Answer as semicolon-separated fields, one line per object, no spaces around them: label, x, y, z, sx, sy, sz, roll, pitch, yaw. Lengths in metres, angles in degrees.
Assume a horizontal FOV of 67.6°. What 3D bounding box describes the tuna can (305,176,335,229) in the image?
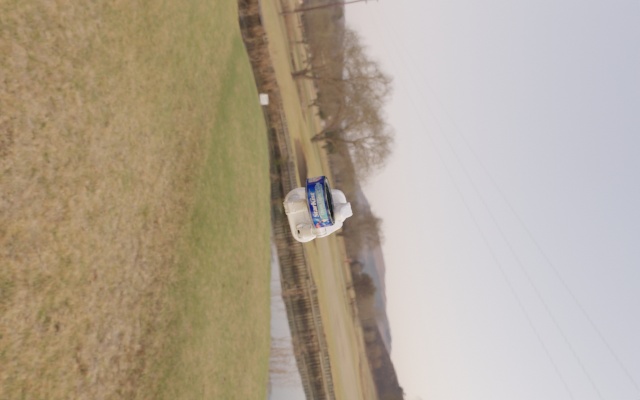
tuna can;0.001;0.003;0.792;0.034;0.086;0.086;-10;-1;8
